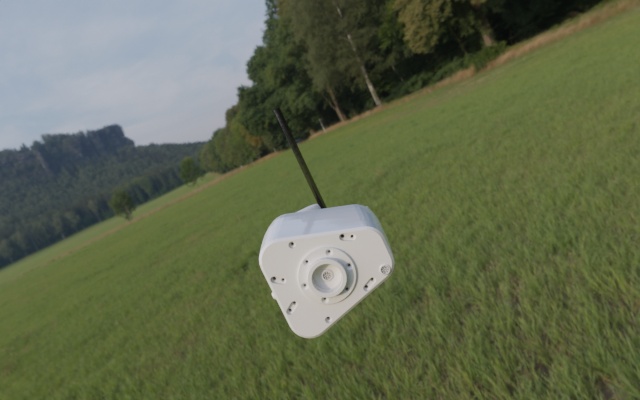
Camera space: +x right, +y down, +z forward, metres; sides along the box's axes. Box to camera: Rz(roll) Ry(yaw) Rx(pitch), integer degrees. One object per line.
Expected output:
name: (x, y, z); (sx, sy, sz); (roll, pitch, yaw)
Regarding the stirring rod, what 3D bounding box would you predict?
stirring rod: (0.000, 0.002, 0.566); (0.011, 0.239, 0.011); (-25, 7, 3)
